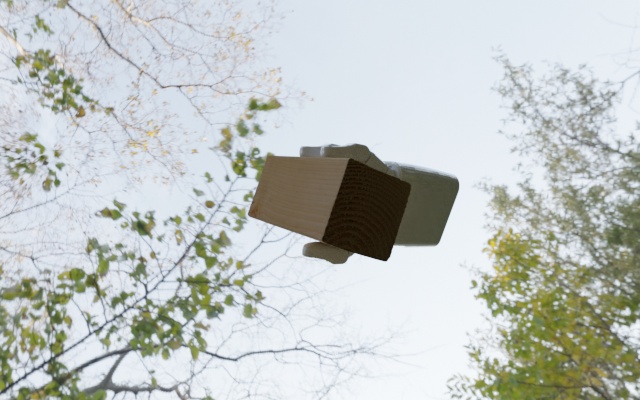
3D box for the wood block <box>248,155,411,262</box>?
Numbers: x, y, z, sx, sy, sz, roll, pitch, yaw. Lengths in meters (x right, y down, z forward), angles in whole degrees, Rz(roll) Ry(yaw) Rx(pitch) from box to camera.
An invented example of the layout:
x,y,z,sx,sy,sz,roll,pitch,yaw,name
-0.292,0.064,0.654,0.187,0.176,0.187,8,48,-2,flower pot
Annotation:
x,y,z,sx,sy,sz,roll,pitch,yaw,name
0.000,0.002,0.579,0.090,0.091,0.206,20,-5,-29,wood block
